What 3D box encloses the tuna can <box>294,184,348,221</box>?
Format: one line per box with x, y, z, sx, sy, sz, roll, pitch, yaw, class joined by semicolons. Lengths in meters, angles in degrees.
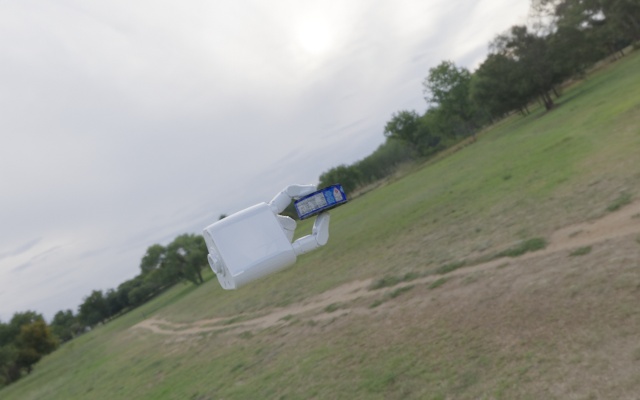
0.000;0.002;0.795;0.086;0.034;0.086;-22;-4;-2;tuna can
